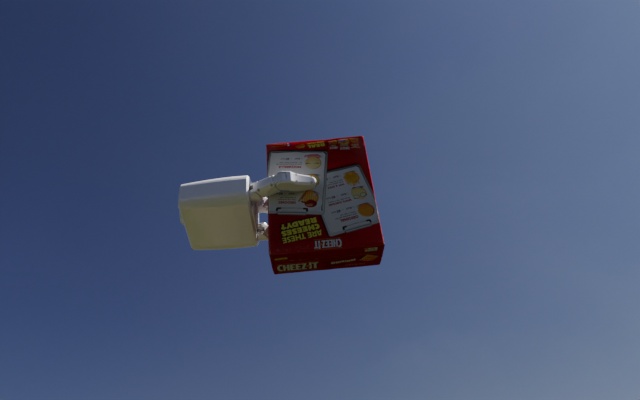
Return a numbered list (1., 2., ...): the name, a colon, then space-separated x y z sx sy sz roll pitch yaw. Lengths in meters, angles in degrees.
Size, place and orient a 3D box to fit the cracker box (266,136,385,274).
1. cracker box: 0.000 0.002 0.748 0.164 0.213 0.072 -5 -36 -2
